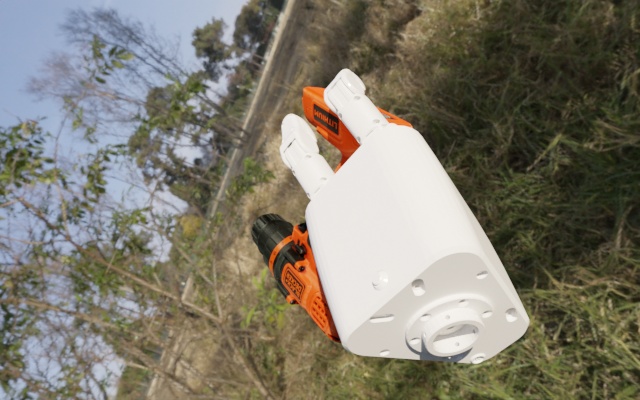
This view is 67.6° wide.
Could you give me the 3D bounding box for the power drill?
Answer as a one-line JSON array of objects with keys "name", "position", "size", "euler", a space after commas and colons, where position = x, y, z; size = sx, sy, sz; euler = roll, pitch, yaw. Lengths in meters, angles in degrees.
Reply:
[{"name": "power drill", "position": [0.000, 0.001, 0.423], "size": [0.057, 0.188, 0.184], "euler": [-2, 26, -35]}]
